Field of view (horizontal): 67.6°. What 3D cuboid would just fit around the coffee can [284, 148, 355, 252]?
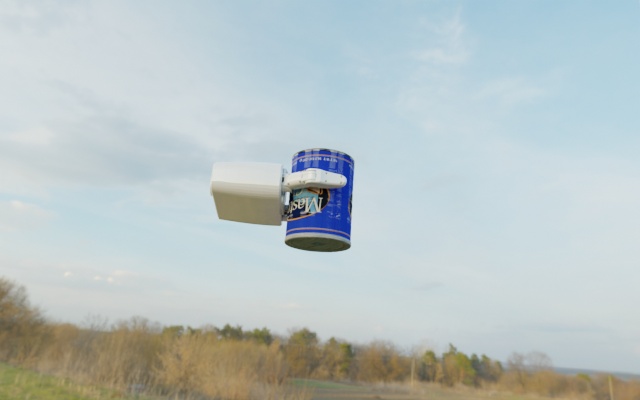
[{"bbox_3d":[0.000,0.003,0.752,0.103,0.140,0.103,4,-18,1],"label":"coffee can"}]
